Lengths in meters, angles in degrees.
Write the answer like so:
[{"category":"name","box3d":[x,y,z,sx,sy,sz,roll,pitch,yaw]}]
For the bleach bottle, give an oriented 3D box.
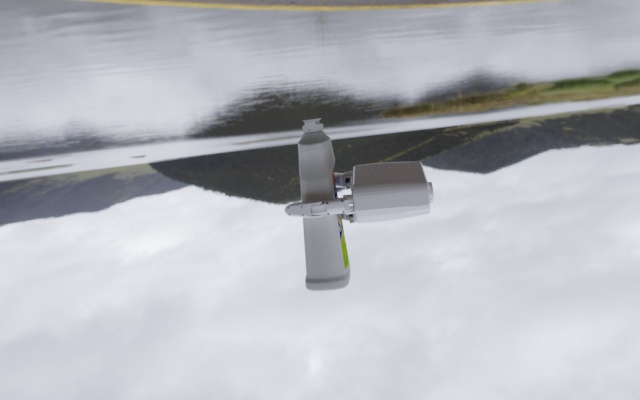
[{"category":"bleach bottle","box3d":[0.000,0.002,0.728,0.068,0.251,0.102,-5,8,8]}]
